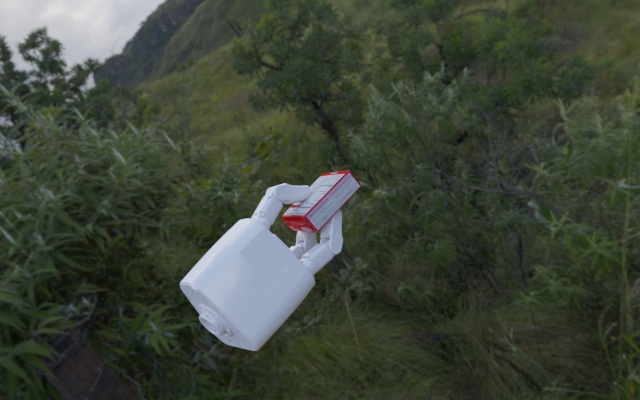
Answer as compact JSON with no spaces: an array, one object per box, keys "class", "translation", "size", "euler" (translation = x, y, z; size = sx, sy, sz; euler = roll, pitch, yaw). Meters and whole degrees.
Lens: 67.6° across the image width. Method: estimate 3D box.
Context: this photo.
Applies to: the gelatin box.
[{"class":"gelatin box","translation":[0.000,0.001,0.613],"size":[0.089,0.030,0.073],"euler":[-47,18,-19]}]
